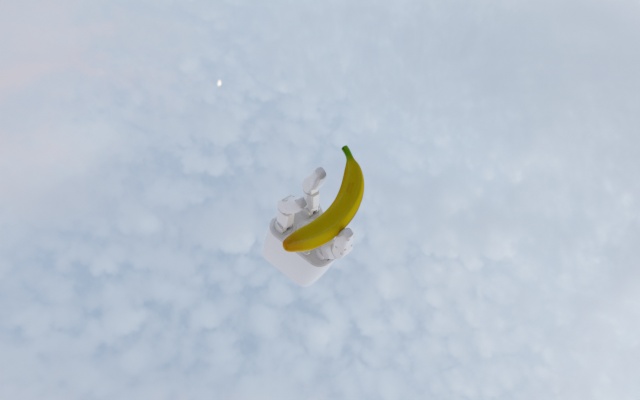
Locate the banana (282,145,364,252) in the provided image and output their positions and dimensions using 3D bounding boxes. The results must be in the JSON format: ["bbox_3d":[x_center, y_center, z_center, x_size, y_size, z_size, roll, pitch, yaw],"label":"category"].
[{"bbox_3d":[0.017,0.010,0.686,0.069,0.197,0.037,33,-32,-3],"label":"banana"}]
